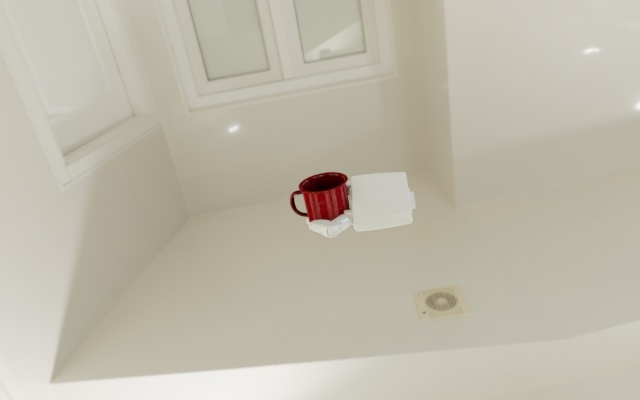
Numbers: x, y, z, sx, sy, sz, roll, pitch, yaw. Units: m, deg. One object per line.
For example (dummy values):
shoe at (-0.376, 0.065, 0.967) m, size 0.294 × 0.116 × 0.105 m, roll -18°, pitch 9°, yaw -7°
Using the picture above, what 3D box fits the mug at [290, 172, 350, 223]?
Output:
mug at (-0.001, 0.003, 0.899) m, size 0.117 × 0.081 × 0.093 m, roll -7°, pitch 25°, yaw 10°
